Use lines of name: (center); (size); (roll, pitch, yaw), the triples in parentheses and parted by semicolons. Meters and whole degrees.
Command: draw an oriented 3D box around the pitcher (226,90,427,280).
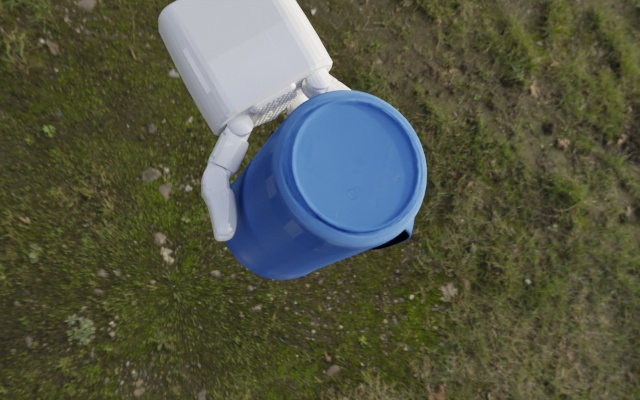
pitcher: (0.000, 0.001, 0.420); (0.149, 0.145, 0.243); (-28, -1, -19)
